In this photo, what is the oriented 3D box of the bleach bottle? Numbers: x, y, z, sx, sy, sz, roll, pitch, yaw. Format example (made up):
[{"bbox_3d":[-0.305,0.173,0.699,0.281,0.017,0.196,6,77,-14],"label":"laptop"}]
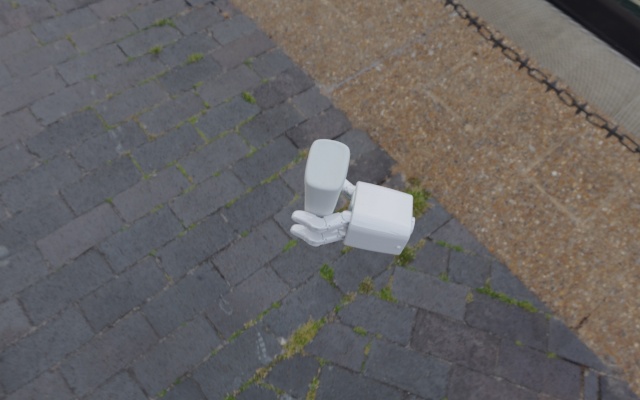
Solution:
[{"bbox_3d":[0.000,0.003,0.875,0.068,0.102,0.251,12,-30,1],"label":"bleach bottle"}]
